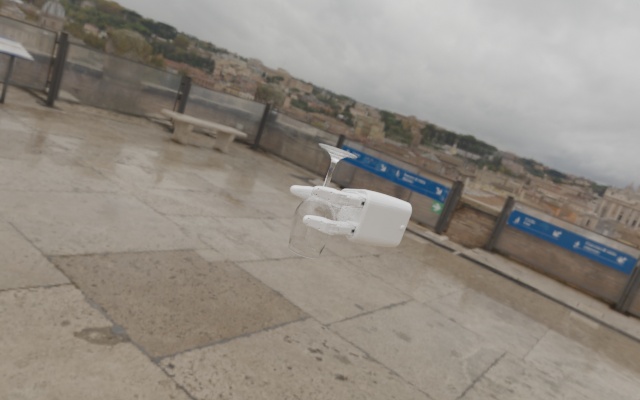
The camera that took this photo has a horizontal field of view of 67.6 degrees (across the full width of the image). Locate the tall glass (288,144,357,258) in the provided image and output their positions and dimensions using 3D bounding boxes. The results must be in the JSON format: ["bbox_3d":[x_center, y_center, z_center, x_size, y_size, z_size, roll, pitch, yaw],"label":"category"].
[{"bbox_3d":[0.000,0.002,0.874,0.079,0.201,0.079,18,12,-4],"label":"tall glass"}]
